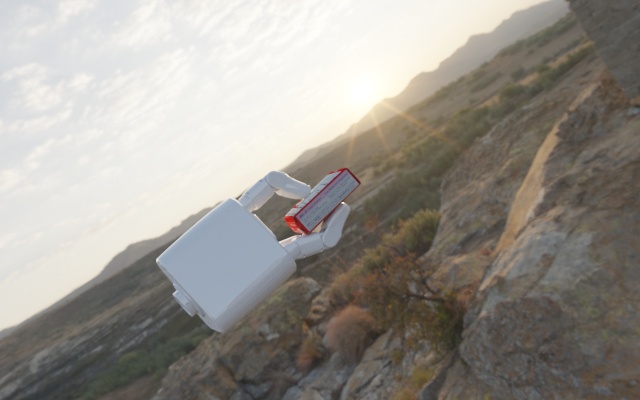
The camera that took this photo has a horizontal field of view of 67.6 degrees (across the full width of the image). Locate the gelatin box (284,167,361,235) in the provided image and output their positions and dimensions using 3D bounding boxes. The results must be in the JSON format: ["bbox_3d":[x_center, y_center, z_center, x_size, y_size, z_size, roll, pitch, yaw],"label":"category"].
[{"bbox_3d":[0.000,0.001,0.576,0.089,0.030,0.073,-44,8,-11],"label":"gelatin box"}]
